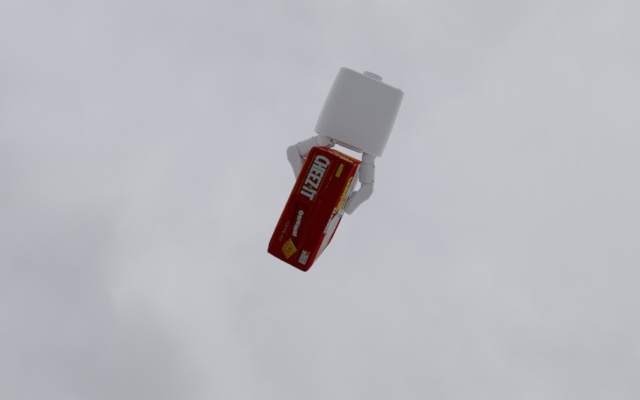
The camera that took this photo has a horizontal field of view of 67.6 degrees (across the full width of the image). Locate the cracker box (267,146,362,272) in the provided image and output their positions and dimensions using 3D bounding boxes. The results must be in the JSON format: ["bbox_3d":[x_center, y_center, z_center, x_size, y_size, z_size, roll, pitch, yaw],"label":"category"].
[{"bbox_3d":[0.000,0.002,0.743,0.072,0.164,0.213,24,8,7],"label":"cracker box"}]
